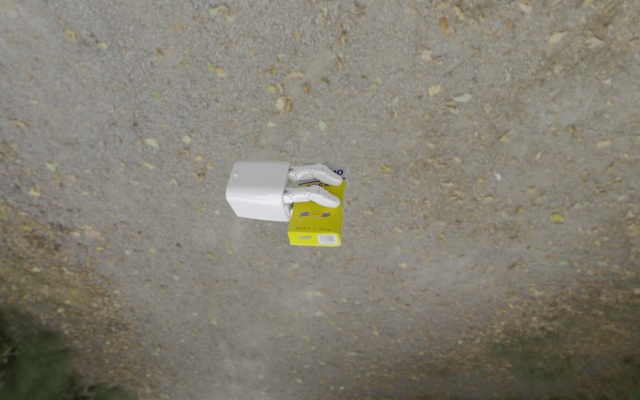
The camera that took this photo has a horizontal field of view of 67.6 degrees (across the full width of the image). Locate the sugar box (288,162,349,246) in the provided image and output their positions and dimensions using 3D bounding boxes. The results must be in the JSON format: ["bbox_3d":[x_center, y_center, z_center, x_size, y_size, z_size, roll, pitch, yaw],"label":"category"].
[{"bbox_3d":[0.000,0.003,0.894,0.093,0.176,0.048,1,-39,9],"label":"sugar box"}]
